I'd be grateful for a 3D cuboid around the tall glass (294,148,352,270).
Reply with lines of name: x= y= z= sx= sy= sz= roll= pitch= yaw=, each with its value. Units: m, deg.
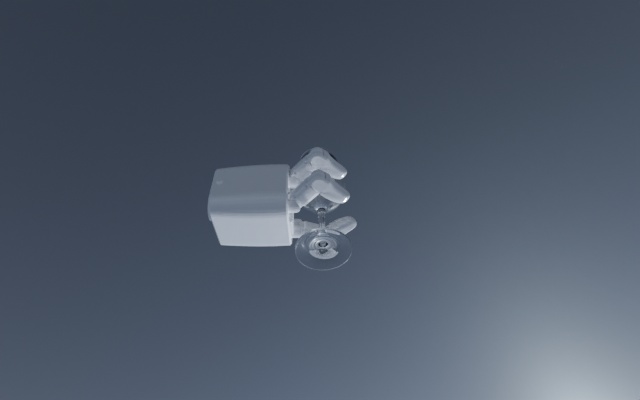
tall glass: x=0.000 y=0.003 z=0.688 sx=0.079 sy=0.079 sz=0.200 roll=0 pitch=38 yaw=-2
